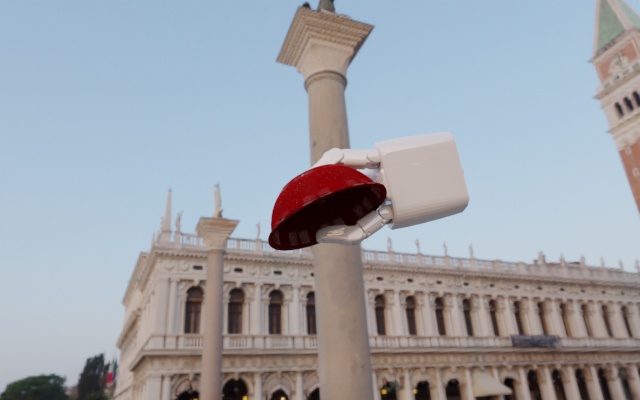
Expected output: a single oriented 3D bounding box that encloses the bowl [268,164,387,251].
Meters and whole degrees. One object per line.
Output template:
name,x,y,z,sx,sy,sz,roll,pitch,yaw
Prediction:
bowl,-0.001,0.002,0.603,0.162,0.055,0.162,-22,-21,-9
